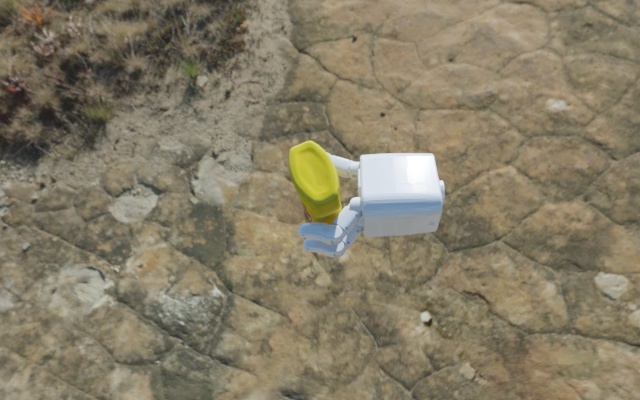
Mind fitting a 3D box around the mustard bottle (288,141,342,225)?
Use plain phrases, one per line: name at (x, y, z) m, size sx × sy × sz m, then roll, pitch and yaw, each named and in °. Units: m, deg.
mustard bottle at (0.000, 0.002, 0.688) m, size 0.058 × 0.096 × 0.192 m, roll -24°, pitch -26°, yaw -5°
